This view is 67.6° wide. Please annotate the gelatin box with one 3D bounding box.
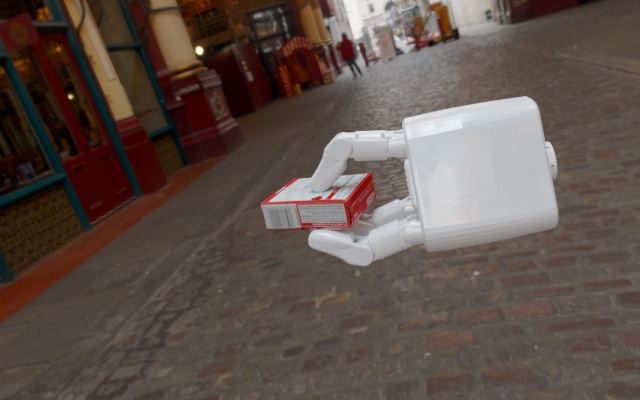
[{"bbox_3d":[0.000,0.001,0.455,0.089,0.030,0.073,-2,20,25],"label":"gelatin box"}]
